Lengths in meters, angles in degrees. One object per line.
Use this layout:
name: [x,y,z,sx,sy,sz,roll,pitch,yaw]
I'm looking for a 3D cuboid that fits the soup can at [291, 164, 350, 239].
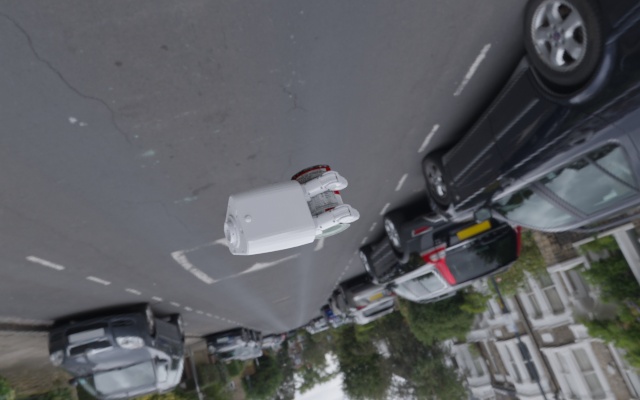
soup can: [0.001,0.003,0.762,0.068,0.102,0.068,-18,-15,-5]
